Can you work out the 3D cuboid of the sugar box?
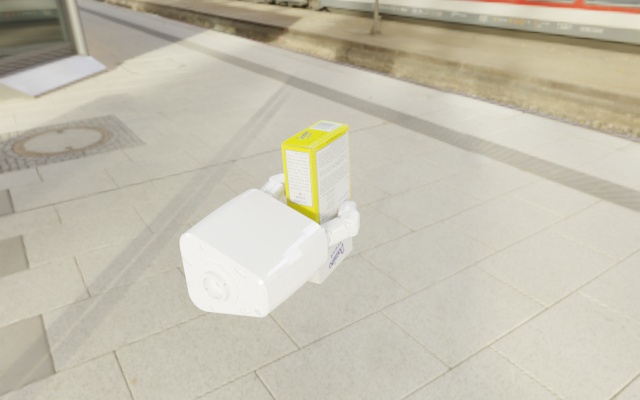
[{"bbox_3d":[0.000,0.002,0.575,0.048,0.176,0.093,14,31,27],"label":"sugar box"}]
